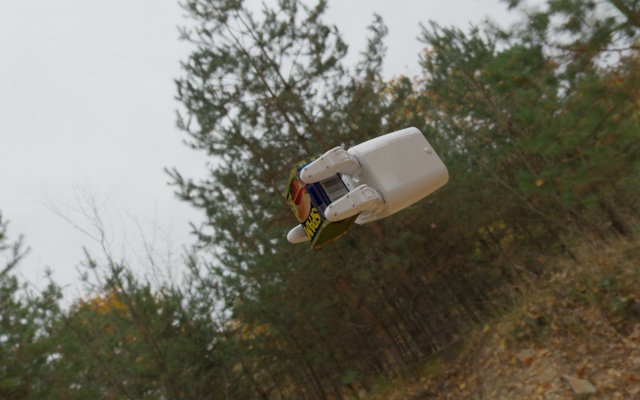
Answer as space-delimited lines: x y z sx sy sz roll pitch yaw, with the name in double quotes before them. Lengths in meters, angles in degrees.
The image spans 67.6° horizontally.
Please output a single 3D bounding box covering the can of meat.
"can of meat" 0.000 0.002 0.601 0.057 0.084 0.102 -24 -18 -22
